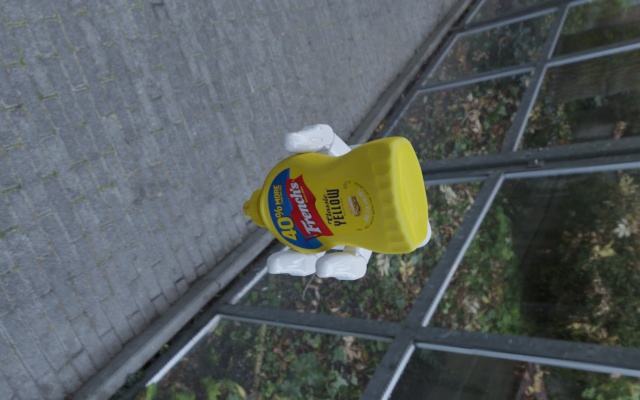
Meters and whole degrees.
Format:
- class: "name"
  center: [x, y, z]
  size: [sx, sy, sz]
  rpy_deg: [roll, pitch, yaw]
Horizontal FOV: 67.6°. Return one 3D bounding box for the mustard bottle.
- class: "mustard bottle"
  center: [0.000, 0.001, 0.448]
  size: [0.191, 0.096, 0.058]
  rpy_deg: [-5, 14, 37]
